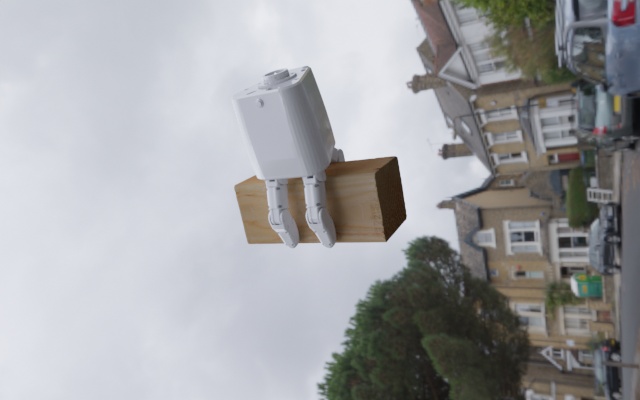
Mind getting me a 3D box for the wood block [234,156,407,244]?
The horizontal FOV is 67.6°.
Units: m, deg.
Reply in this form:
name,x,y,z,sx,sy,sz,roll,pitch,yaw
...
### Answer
name,x,y,z,sx,sy,sz,roll,pitch,yaw
wood block,0.000,0.002,0.645,0.206,0.090,0.090,-3,17,29
